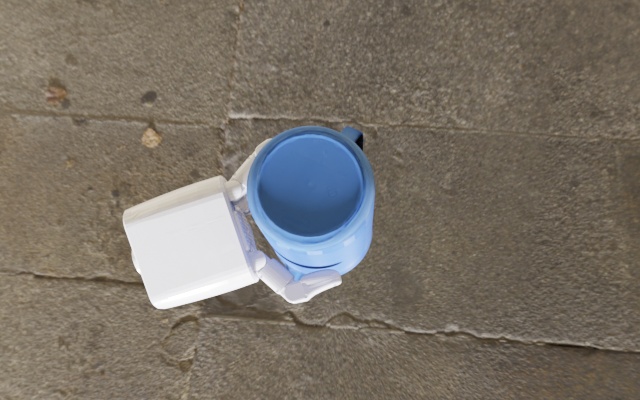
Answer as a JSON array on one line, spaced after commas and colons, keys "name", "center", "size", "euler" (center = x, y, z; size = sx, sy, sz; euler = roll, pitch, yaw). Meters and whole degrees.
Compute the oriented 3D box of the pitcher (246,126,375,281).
[{"name": "pitcher", "center": [0.000, 0.002, 0.507], "size": [0.145, 0.149, 0.243], "euler": [-18, -12, -2]}]
